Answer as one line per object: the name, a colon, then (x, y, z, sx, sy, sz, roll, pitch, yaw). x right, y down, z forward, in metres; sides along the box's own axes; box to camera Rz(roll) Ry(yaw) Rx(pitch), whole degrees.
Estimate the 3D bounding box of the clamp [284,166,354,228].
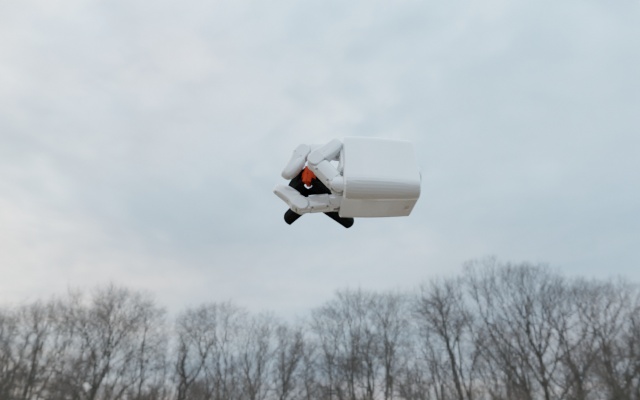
clamp: (0.000, 0.002, 0.759, 0.120, 0.039, 0.171, 2, -25, -2)
